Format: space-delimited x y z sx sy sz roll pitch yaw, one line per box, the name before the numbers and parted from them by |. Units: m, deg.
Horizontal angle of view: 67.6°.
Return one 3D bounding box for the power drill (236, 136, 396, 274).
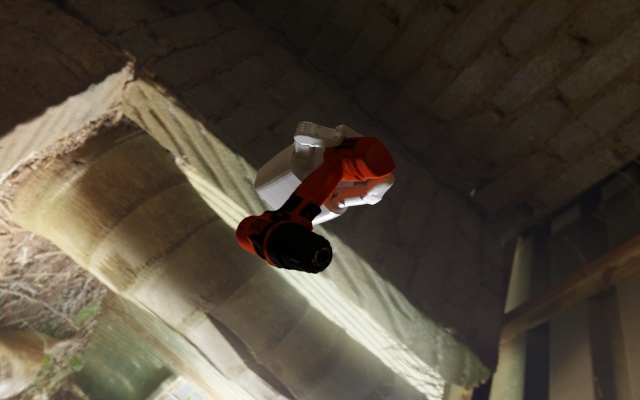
power drill | 0.000 0.002 0.554 0.187 0.057 0.184 -43 26 -21
